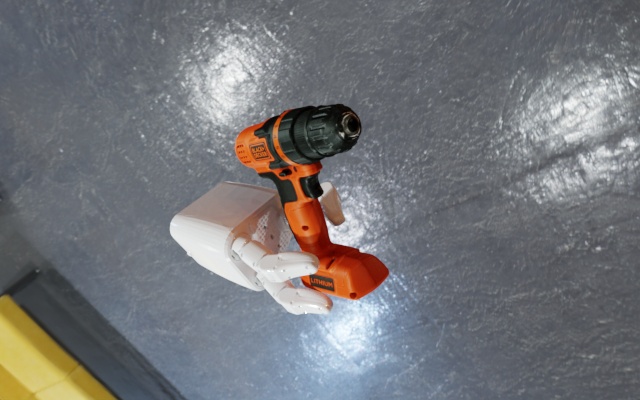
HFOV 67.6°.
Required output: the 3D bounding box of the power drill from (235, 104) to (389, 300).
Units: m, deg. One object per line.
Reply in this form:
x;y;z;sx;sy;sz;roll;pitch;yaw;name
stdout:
0.000;0.002;0.464;0.057;0.188;0.184;-30;16;-28;power drill
